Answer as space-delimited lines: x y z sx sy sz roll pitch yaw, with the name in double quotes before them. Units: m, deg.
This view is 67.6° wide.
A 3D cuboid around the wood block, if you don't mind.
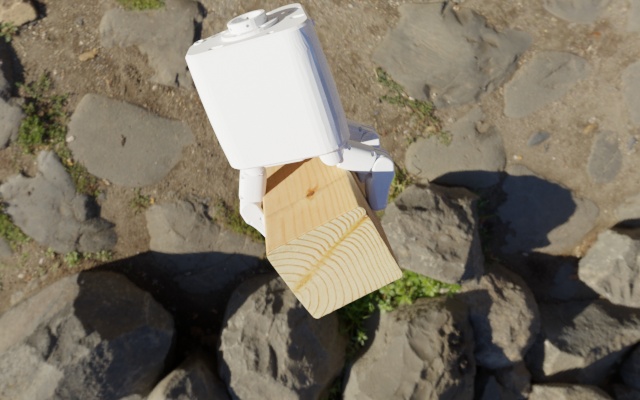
"wood block" 0.000 0.002 0.484 0.091 0.090 0.206 -28 31 9
